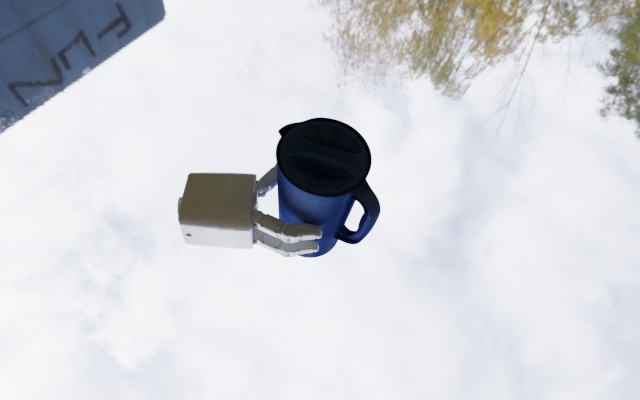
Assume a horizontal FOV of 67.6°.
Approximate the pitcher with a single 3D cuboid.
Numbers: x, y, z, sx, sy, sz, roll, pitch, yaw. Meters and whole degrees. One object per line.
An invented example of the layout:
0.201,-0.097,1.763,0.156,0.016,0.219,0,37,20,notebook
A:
0.000,0.002,0.746,0.145,0.149,0.243,1,-31,-7,pitcher
